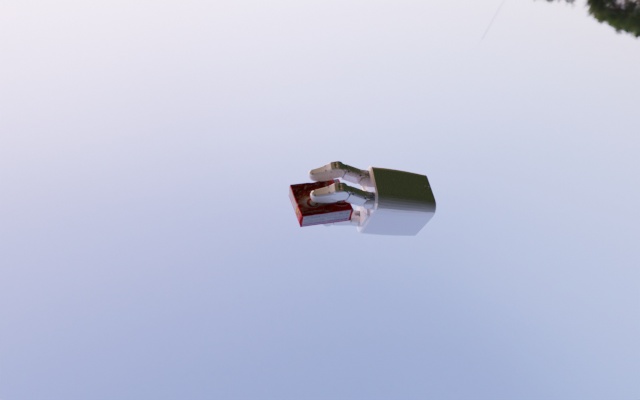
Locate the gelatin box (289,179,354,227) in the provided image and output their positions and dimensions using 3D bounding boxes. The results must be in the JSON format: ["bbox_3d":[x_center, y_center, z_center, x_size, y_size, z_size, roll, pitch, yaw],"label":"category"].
[{"bbox_3d":[0.000,0.003,0.775,0.089,0.073,0.030,-7,-43,-17],"label":"gelatin box"}]
